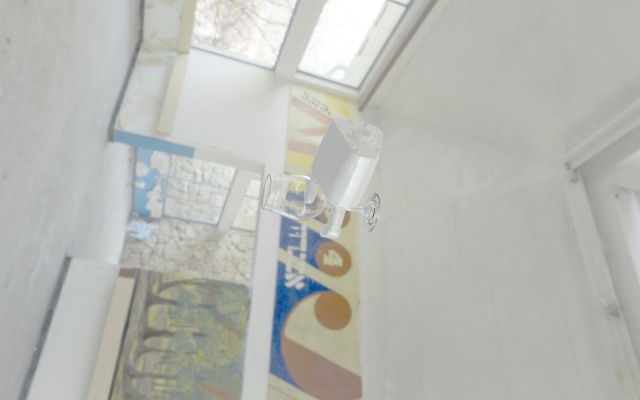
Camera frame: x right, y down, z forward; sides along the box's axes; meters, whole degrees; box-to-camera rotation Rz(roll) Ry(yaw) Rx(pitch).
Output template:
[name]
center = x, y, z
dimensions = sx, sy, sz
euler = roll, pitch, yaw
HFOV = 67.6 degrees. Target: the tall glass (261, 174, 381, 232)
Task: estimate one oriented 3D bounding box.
[tall glass]
center = 0.001, 0.003, 0.843
dimensions = 0.201, 0.079, 0.079
euler = 11, -3, -16
